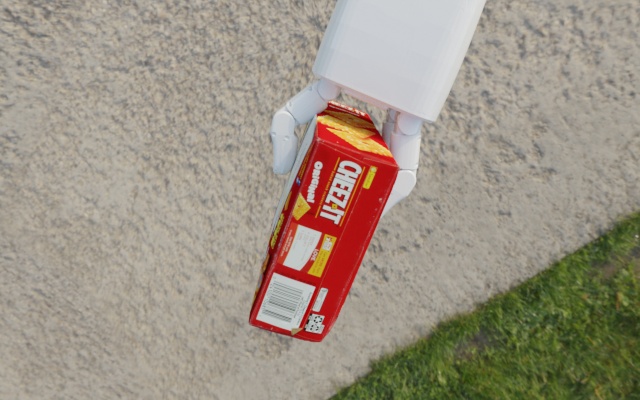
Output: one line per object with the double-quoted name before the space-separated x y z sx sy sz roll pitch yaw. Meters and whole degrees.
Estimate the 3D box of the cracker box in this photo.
"cracker box" 0.000 0.001 0.452 0.072 0.164 0.213 19 19 -7
